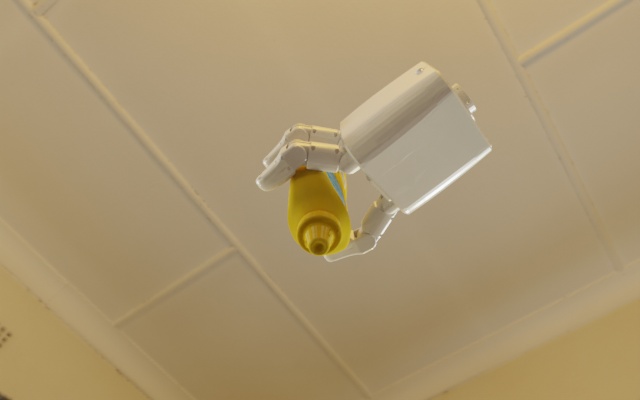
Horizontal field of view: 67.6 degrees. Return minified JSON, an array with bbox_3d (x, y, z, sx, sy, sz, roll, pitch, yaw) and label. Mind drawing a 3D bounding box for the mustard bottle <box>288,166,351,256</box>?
[{"bbox_3d":[0.000,0.002,0.493,0.058,0.096,0.191,-14,23,6],"label":"mustard bottle"}]
